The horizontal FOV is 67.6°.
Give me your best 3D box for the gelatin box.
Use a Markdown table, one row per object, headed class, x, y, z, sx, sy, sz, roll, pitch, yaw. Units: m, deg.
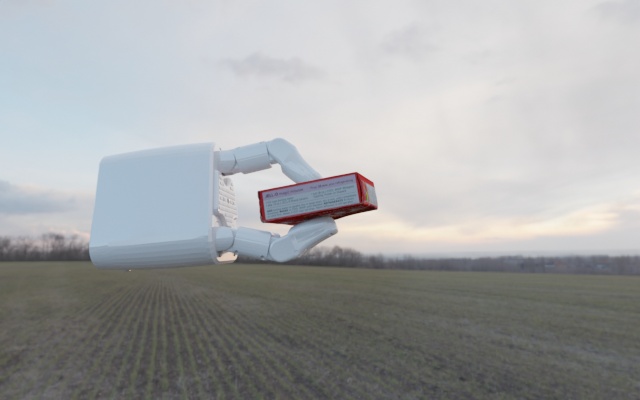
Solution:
| class | x | y | z | sx | sy | sz | roll | pitch | yaw |
| --- | --- | --- | --- | --- | --- | --- | --- | --- | --- |
| gelatin box | 0.000 | 0.001 | 0.416 | 0.089 | 0.030 | 0.073 | -11 | -8 | 15 |
